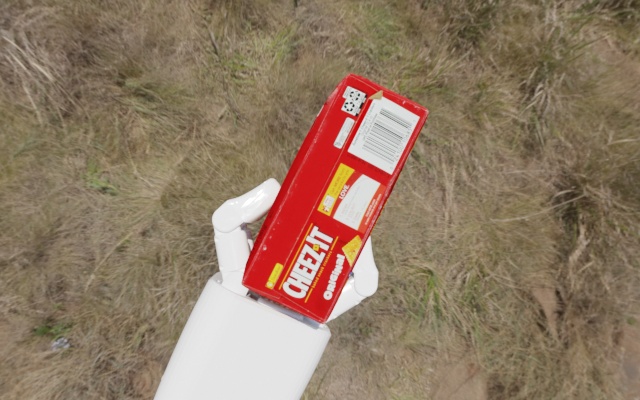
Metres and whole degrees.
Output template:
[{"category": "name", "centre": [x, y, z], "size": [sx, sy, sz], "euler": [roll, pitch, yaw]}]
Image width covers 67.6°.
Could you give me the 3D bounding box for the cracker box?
[{"category": "cracker box", "centre": [0.000, 0.001, 0.420], "size": [0.072, 0.164, 0.214], "euler": [27, -5, -4]}]
